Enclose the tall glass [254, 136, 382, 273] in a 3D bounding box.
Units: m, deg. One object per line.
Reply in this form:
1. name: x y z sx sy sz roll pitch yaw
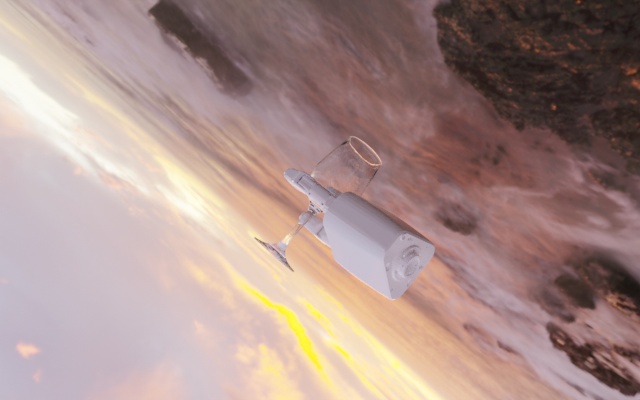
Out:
1. tall glass: 0.000 0.003 0.678 0.079 0.201 0.079 40 -8 7
